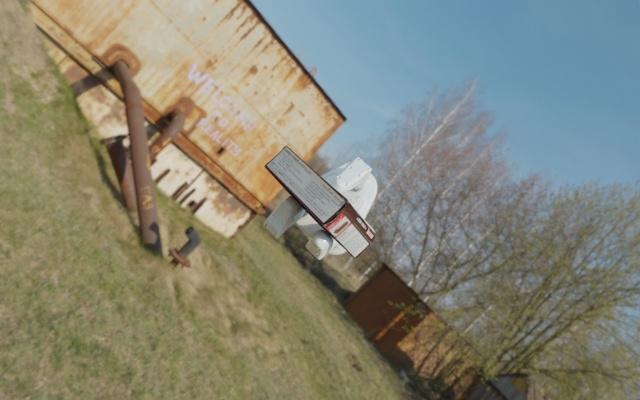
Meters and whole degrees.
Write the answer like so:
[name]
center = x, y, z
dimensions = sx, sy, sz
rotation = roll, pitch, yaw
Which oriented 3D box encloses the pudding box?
[pudding box]
center = 0.000, 0.002, 0.511
dimensions = 0.113, 0.039, 0.090
rotation = 42, -3, 37
